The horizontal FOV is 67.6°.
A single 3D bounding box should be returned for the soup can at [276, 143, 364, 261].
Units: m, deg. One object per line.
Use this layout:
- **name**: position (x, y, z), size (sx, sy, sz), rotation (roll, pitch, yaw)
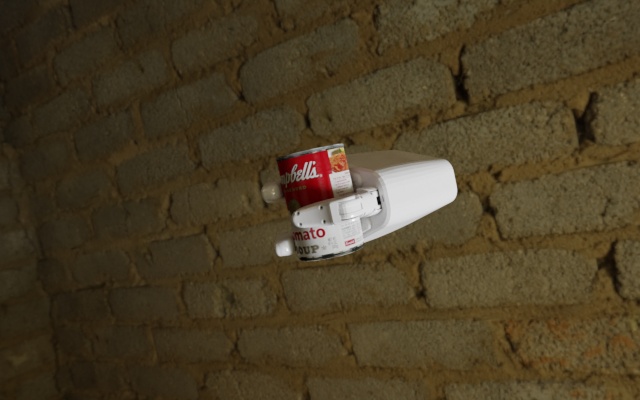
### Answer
- **soup can**: position (0.000, 0.002, 0.467), size (0.068, 0.102, 0.068), rotation (-12, 3, 1)
